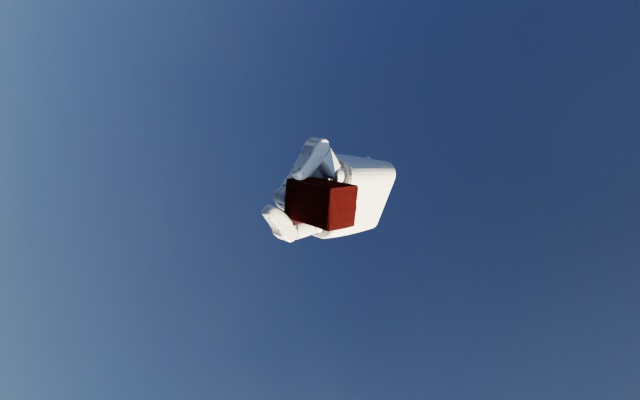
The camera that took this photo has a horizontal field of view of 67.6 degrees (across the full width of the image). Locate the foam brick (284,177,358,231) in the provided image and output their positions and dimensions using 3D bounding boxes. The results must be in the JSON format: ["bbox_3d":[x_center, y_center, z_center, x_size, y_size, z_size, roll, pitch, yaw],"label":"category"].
[{"bbox_3d":[0.000,0.002,0.583,0.078,0.053,0.051,15,14,43],"label":"foam brick"}]
